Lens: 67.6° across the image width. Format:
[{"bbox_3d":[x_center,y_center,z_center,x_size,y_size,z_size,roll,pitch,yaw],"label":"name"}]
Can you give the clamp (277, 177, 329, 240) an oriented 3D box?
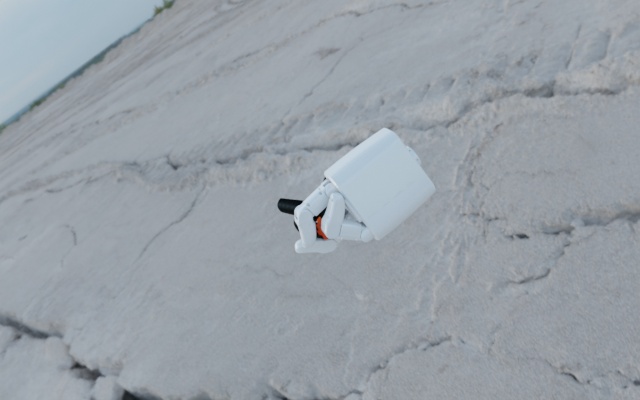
[{"bbox_3d":[0.000,0.002,0.730,0.120,0.039,0.171,-41,27,-1],"label":"clamp"}]
